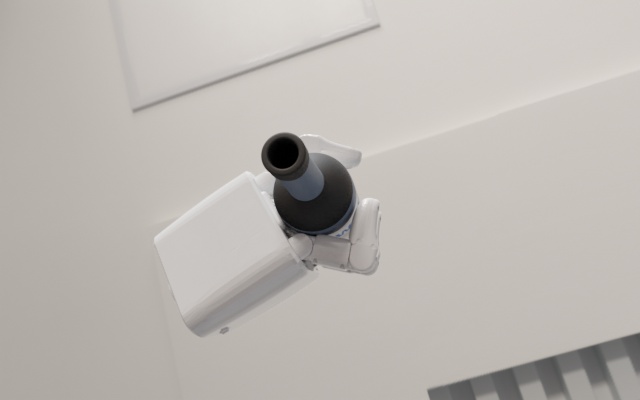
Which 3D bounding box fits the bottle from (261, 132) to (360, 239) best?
[{"bbox_3d":[0.000,0.001,0.423,0.069,0.069,0.296,0,-11,9],"label":"bottle"}]
